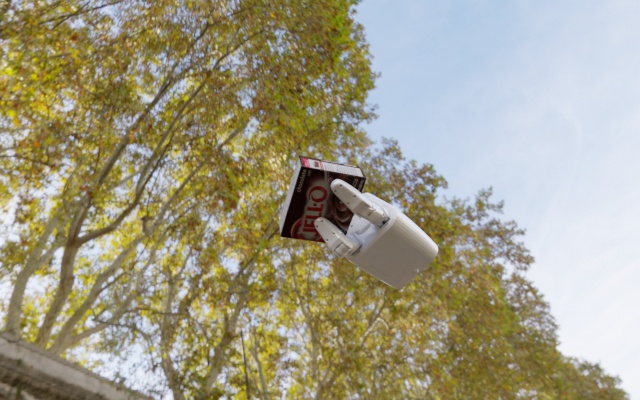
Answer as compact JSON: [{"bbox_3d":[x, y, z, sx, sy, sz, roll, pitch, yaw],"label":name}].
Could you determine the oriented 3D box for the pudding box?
[{"bbox_3d":[0.000,0.002,0.640,0.090,0.113,0.039,9,27,-17],"label":"pudding box"}]
